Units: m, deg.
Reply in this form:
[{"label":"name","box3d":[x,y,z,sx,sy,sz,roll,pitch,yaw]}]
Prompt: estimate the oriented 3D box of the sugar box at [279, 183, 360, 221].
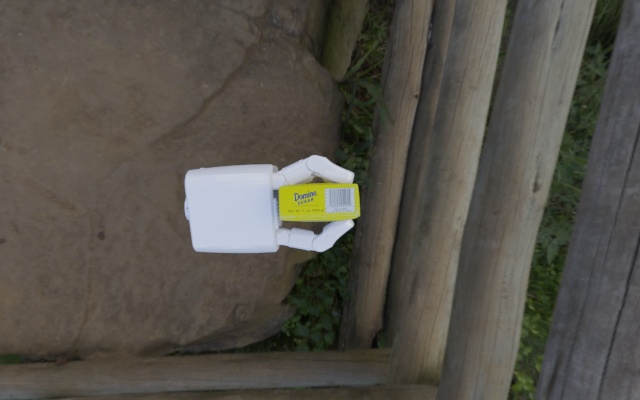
[{"label":"sugar box","box3d":[0.000,0.001,0.626,0.093,0.048,0.176,-1,2,1]}]
